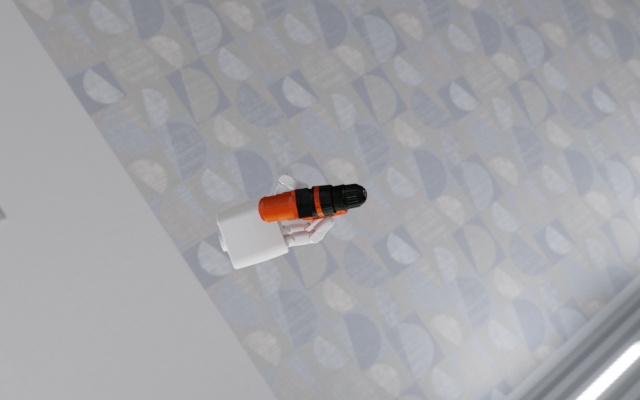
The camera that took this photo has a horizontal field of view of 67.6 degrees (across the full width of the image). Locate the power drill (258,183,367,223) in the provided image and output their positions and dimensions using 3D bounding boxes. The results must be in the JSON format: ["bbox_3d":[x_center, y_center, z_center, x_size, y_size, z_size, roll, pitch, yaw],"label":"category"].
[{"bbox_3d":[0.000,0.003,0.857,0.184,0.057,0.187,-7,-4,12],"label":"power drill"}]
